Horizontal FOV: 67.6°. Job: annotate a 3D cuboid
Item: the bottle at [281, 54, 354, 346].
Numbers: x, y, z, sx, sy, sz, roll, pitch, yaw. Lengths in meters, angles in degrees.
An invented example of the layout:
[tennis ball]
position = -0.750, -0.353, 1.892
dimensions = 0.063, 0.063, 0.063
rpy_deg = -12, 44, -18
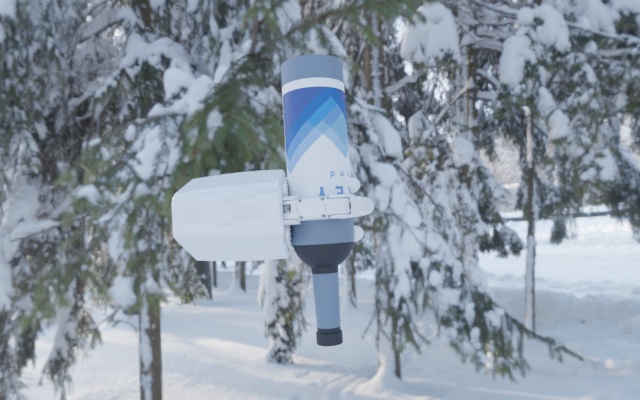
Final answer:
[bottle]
position = 0.000, 0.001, 0.503
dimensions = 0.069, 0.295, 0.069
rpy_deg = -4, -4, 0
